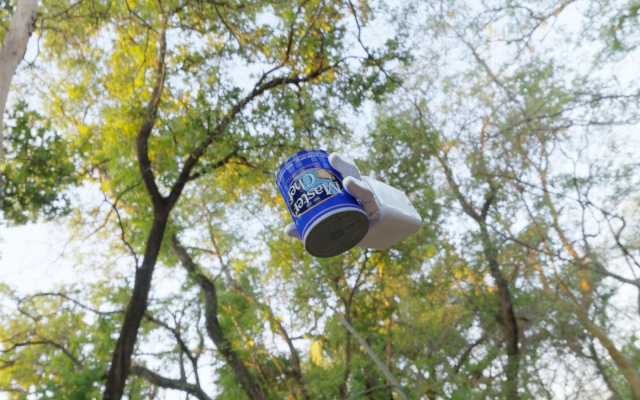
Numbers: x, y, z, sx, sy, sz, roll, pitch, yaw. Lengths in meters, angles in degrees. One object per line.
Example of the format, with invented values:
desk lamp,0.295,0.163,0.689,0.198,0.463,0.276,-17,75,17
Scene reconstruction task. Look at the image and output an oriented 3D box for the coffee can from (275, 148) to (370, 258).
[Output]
coffee can,0.000,0.003,0.737,0.103,0.103,0.140,0,44,-30
